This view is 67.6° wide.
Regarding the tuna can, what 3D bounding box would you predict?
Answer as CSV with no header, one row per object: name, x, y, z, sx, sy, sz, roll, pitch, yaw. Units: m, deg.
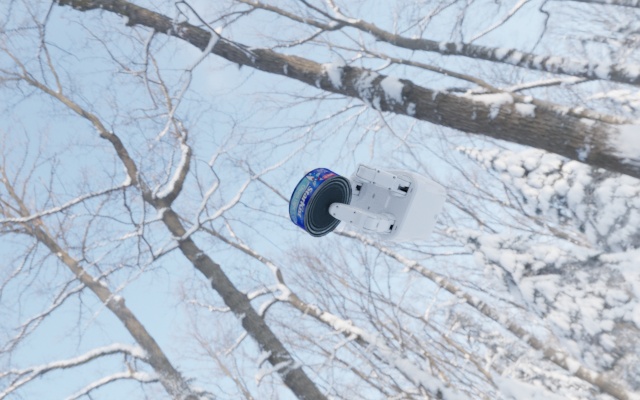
tuna can,0.000,0.002,0.610,0.033,0.086,0.086,30,18,34
